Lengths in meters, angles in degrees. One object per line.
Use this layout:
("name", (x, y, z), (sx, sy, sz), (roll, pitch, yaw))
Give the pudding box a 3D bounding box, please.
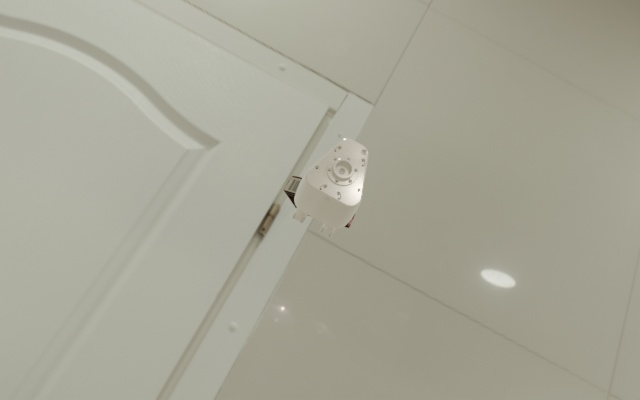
("pudding box", (0.000, 0.003, 0.870), (0.113, 0.039, 0.090), (18, -23, 26))
